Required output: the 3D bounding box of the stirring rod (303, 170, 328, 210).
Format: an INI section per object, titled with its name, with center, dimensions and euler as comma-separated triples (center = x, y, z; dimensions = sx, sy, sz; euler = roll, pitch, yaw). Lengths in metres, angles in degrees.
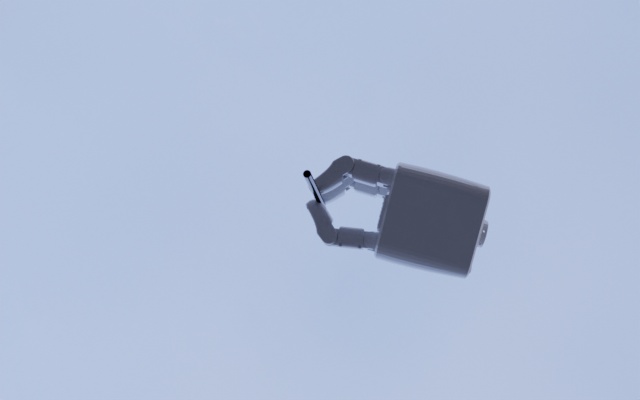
[stirring rod]
center = 0.000, 0.002, 0.575
dimensions = 0.011, 0.011, 0.239
euler = 0, -13, 6
